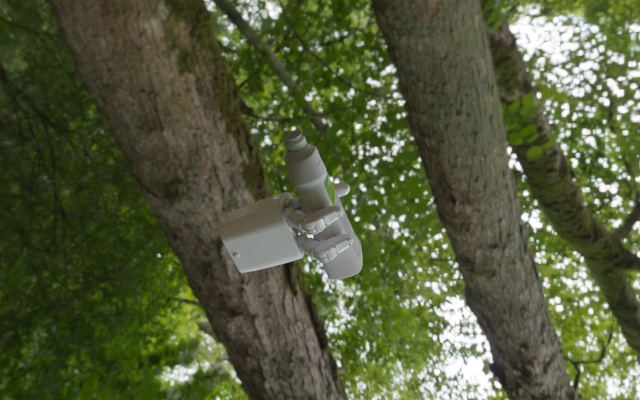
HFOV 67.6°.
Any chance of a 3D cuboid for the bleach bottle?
[{"bbox_3d":[0.000,0.003,0.747,0.068,0.251,0.102,-17,31,8],"label":"bleach bottle"}]
